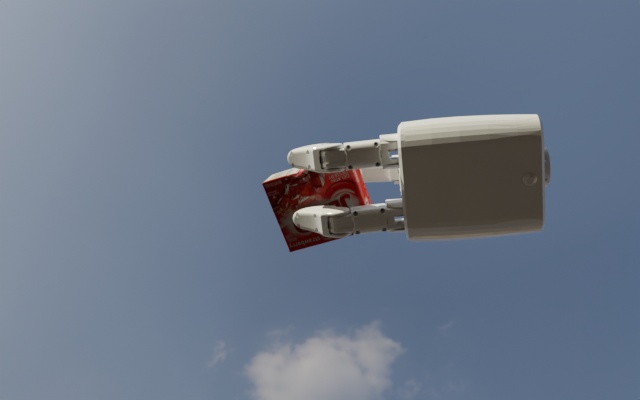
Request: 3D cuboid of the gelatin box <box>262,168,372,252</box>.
[{"bbox_3d":[0.000,0.001,0.445,0.089,0.073,0.030,-16,14,21],"label":"gelatin box"}]
